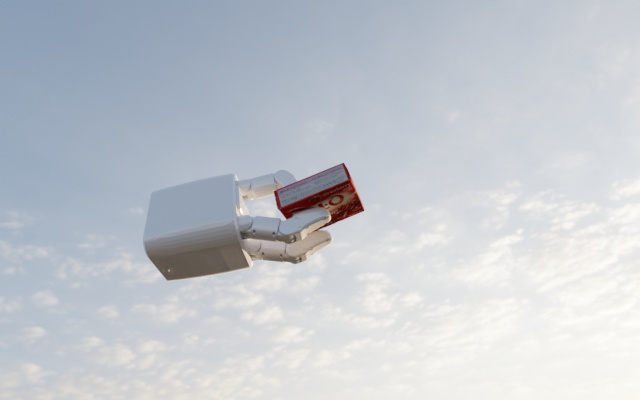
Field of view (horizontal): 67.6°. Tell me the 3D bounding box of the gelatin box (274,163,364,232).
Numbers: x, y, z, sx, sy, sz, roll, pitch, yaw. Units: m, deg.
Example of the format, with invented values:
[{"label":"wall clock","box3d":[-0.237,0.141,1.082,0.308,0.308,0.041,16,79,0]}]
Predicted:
[{"label":"gelatin box","box3d":[0.000,0.001,0.558,0.089,0.030,0.073,-23,-34,5]}]
